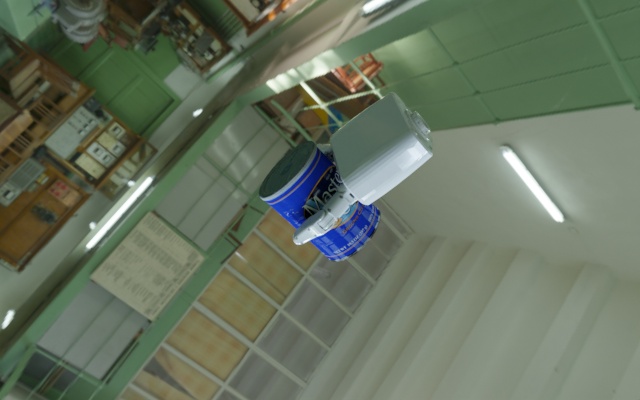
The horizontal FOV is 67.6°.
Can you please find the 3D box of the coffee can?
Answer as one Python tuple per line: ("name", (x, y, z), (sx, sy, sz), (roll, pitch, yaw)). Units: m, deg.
("coffee can", (0.000, 0.002, 0.661), (0.140, 0.102, 0.103), (44, -20, -22))
